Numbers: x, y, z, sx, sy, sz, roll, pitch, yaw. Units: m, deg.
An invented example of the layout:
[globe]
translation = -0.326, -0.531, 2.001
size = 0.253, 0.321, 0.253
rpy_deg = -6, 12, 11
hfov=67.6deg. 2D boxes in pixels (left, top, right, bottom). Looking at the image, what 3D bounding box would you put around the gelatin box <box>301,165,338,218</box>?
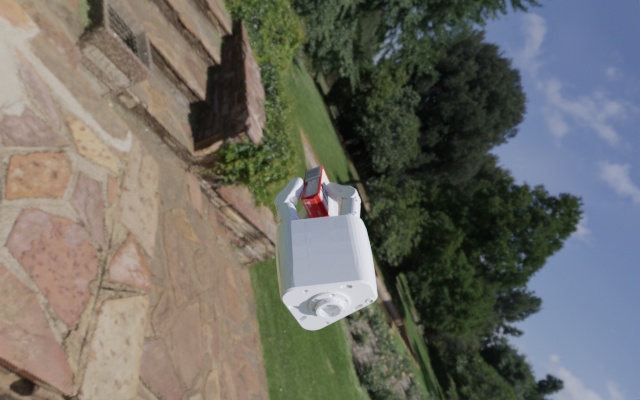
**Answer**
[gelatin box]
translation = 0.001, 0.002, 0.695
size = 0.030, 0.073, 0.089
rpy_deg = -17, 29, 14
